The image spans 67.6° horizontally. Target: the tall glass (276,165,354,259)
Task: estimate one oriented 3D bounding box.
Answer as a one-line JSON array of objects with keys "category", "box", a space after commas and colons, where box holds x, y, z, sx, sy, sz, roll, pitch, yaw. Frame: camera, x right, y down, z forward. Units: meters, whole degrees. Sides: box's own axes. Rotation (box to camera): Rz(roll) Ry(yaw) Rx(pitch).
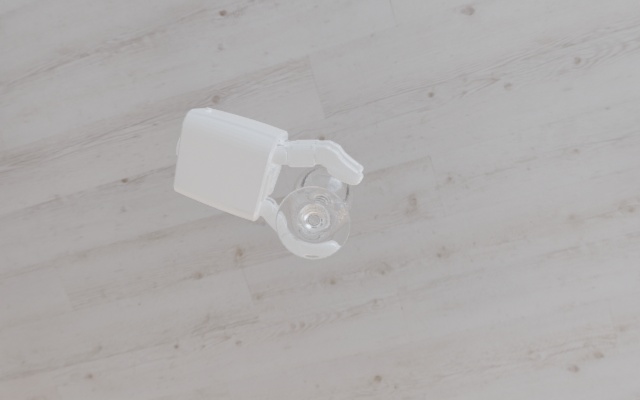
[{"category": "tall glass", "box": [0.000, 0.002, 0.564, 0.079, 0.079, 0.201, 0, 12, 5]}]
